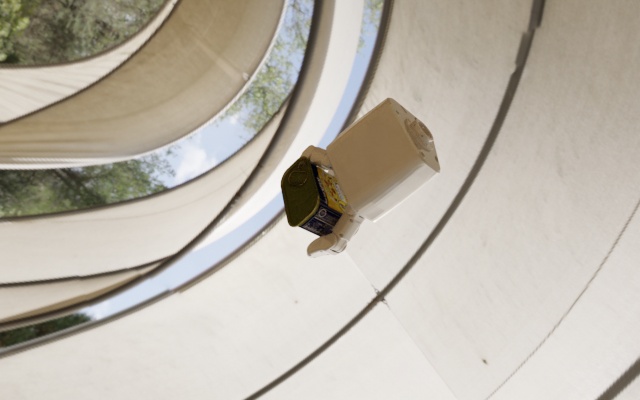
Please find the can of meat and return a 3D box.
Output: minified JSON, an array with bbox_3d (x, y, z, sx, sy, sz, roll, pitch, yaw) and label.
[{"bbox_3d":[0.000,0.002,0.638,0.084,0.102,0.057,28,-58,-37],"label":"can of meat"}]
